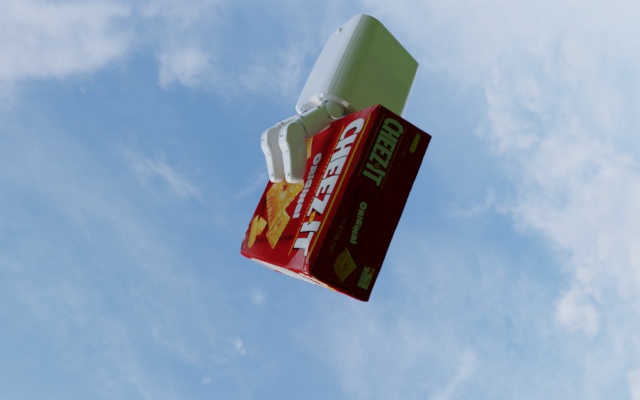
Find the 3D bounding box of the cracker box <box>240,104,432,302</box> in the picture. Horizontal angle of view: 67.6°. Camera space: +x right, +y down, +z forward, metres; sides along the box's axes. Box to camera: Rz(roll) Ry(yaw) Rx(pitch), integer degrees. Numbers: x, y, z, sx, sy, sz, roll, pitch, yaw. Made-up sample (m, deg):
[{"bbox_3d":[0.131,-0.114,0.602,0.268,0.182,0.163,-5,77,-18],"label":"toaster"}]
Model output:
[{"bbox_3d":[0.000,0.002,0.502,0.072,0.164,0.213,27,-12,-22],"label":"cracker box"}]
